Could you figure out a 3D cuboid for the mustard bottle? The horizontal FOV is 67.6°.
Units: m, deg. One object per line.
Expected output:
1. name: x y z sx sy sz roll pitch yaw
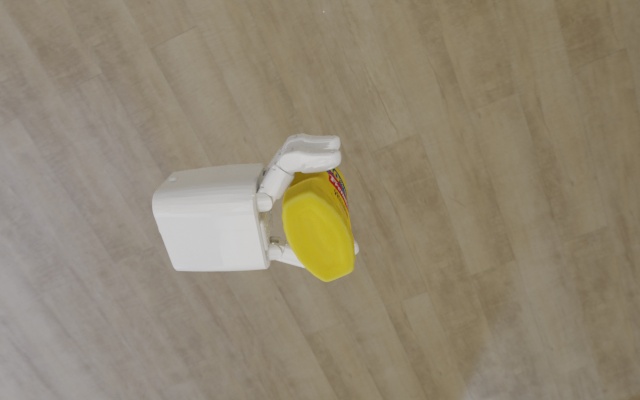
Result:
1. mustard bottle: 0.000 0.002 0.526 0.058 0.096 0.191 -26 19 10
